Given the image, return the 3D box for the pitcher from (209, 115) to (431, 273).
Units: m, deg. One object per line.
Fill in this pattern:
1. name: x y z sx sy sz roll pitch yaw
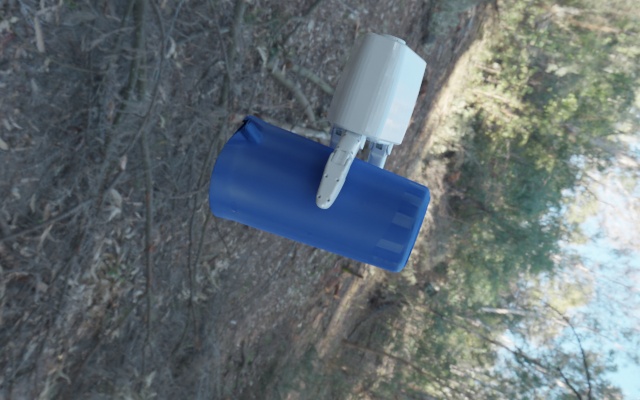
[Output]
1. pitcher: 0.000 0.002 0.585 0.243 0.145 0.149 20 8 10
